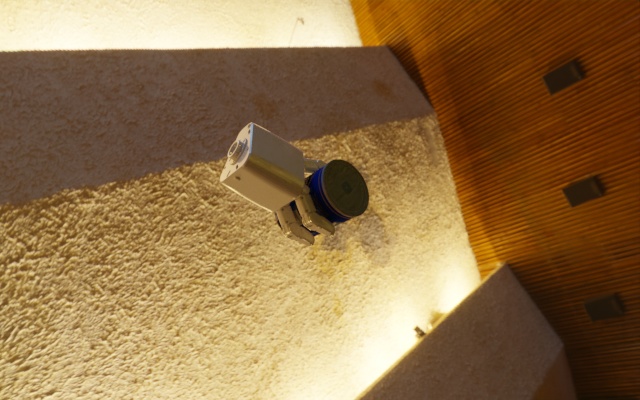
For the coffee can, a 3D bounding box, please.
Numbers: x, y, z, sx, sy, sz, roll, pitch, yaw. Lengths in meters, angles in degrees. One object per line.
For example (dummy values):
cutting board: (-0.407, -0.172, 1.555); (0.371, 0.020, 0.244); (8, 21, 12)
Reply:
coffee can: (0.000, 0.003, 0.837); (0.103, 0.102, 0.140); (0, -21, -43)
